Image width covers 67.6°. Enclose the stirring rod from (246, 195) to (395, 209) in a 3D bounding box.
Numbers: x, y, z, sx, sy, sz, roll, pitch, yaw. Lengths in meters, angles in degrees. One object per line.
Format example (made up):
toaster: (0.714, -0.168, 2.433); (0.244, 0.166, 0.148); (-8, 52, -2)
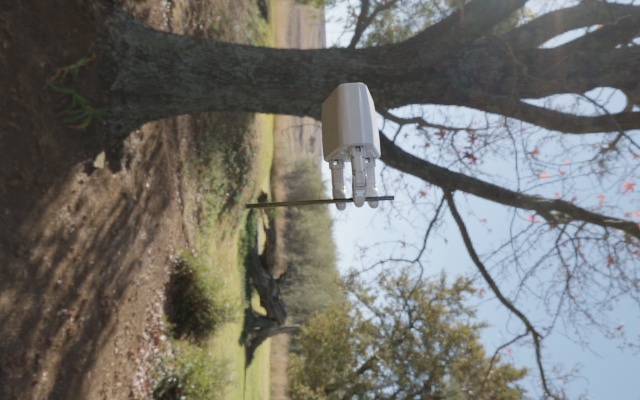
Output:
stirring rod: (0.000, 0.002, 0.774); (0.239, 0.011, 0.011); (-3, 0, -3)
